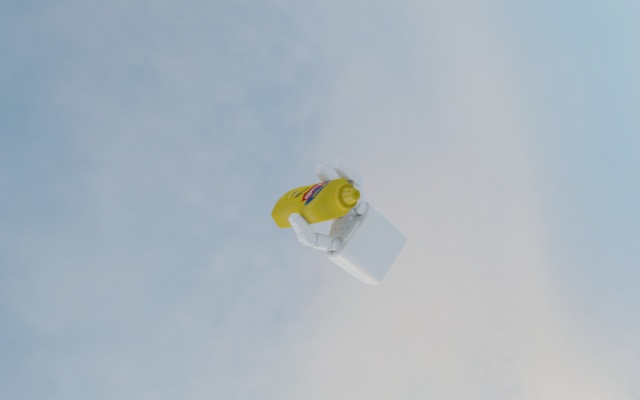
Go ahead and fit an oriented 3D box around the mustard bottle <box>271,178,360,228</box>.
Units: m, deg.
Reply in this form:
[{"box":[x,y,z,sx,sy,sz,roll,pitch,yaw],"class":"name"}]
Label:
[{"box":[0.000,0.002,0.801,0.096,0.058,0.191,-39,16,-32],"class":"mustard bottle"}]
